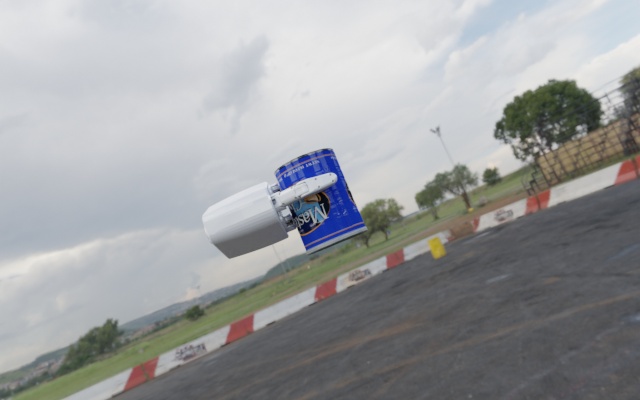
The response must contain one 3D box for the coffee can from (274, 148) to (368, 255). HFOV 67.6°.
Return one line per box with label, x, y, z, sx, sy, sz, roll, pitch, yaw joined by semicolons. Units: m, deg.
coffee can;0.000;0.003;0.753;0.103;0.140;0.103;-22;-7;-3
